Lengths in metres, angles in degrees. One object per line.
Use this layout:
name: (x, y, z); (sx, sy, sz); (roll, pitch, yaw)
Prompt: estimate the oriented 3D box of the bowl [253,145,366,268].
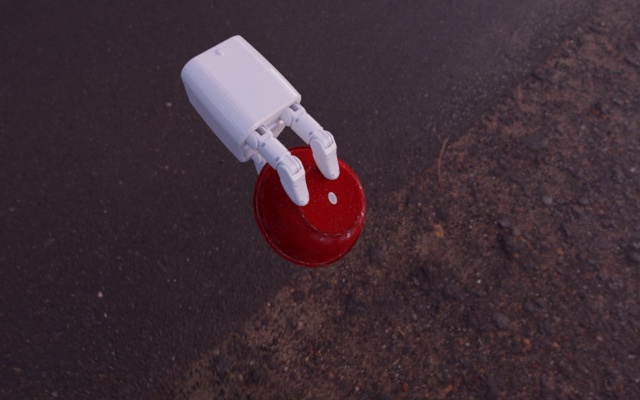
bowl: (0.001, 0.003, 0.600); (0.162, 0.162, 0.055); (0, -11, -29)
